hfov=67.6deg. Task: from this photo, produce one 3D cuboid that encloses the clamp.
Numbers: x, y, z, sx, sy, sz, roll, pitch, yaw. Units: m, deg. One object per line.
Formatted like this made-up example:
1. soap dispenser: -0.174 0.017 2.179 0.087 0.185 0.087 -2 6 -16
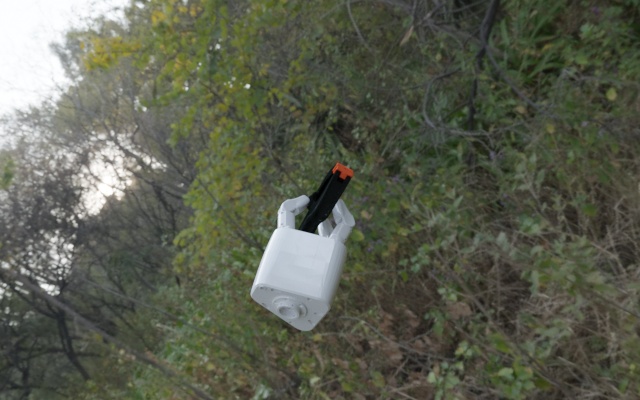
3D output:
1. clamp: 0.000 0.002 0.780 0.036 0.164 0.210 26 -46 -7
